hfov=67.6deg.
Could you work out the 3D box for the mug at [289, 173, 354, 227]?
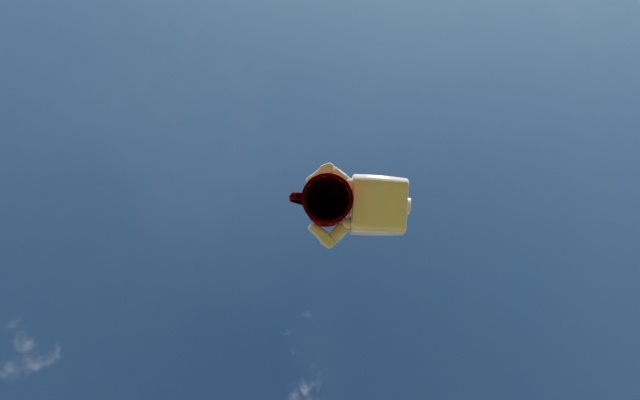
[{"bbox_3d":[-0.001,0.003,0.885,0.117,0.093,0.081,5,-12,1],"label":"mug"}]
